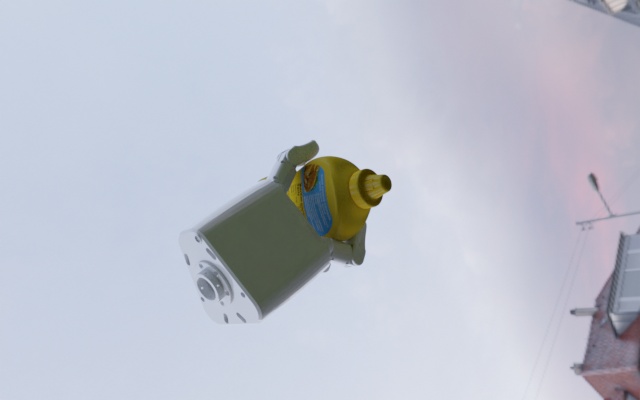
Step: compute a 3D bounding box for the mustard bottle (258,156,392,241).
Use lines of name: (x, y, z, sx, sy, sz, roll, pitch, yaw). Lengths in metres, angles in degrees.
mustard bottle: (0.000, 0.002, 0.539, 0.058, 0.096, 0.191, -1, -11, -44)
